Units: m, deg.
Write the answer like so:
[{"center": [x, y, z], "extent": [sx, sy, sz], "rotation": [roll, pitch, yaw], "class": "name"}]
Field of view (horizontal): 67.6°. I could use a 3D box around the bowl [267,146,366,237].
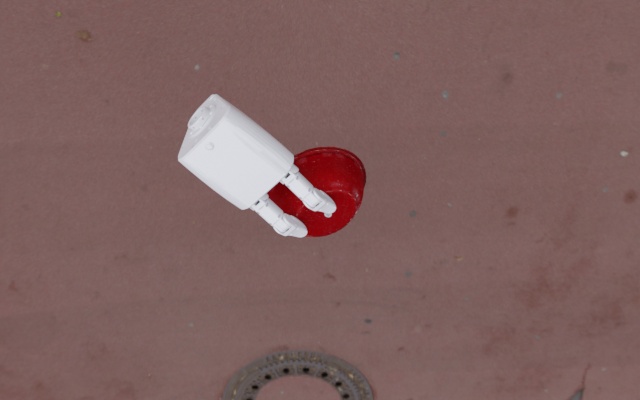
[{"center": [0.001, 0.003, 0.692], "extent": [0.162, 0.162, 0.055], "rotation": [0, 42, -25], "class": "bowl"}]
